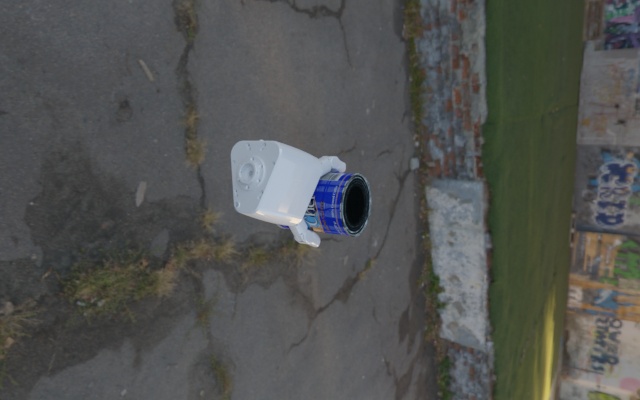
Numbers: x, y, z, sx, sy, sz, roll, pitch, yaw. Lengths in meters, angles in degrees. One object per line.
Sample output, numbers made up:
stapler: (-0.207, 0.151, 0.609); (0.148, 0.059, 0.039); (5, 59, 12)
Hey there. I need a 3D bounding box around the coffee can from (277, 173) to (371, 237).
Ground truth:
coffee can: (0.000, 0.003, 0.801); (0.140, 0.103, 0.103); (4, 2, 32)
